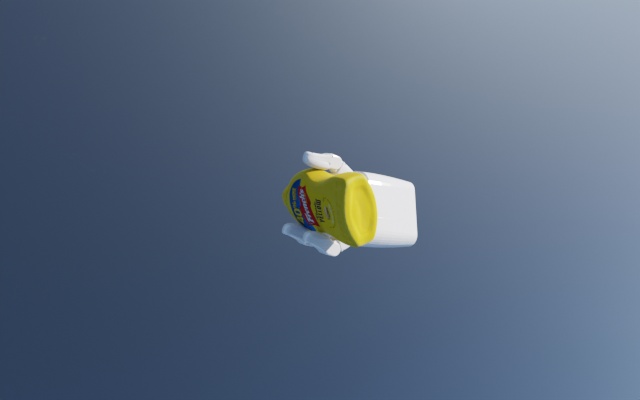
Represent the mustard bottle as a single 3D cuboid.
[{"bbox_3d":[0.000,0.002,0.688,0.058,0.096,0.191,-22,19,-30],"label":"mustard bottle"}]
